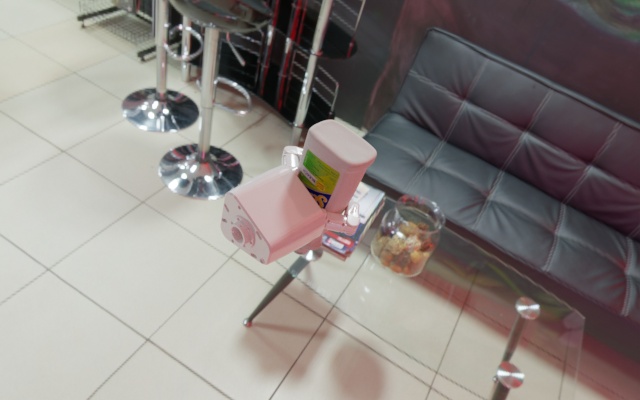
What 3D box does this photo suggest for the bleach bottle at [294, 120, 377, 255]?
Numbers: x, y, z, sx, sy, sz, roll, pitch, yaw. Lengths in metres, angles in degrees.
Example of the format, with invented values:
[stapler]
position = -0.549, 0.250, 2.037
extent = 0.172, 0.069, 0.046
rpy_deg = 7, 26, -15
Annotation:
[bleach bottle]
position = 0.000, 0.002, 0.747
extent = 0.102, 0.251, 0.068
rpy_deg = 41, 47, 22
